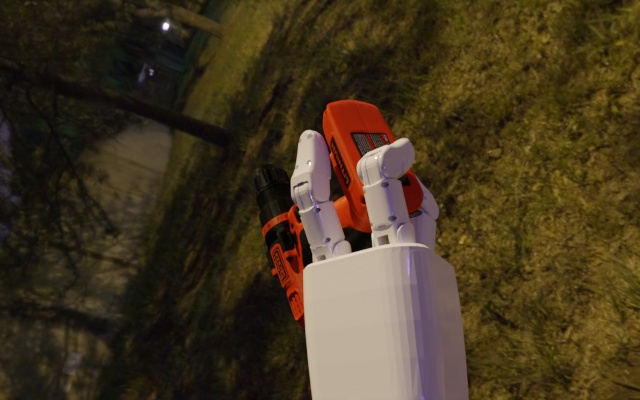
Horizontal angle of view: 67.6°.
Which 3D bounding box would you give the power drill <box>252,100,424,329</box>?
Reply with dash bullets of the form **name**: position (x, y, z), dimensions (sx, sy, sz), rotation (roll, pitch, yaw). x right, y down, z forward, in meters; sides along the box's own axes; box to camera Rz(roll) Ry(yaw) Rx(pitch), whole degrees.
- **power drill**: position (0.000, 0.001, 0.430), dimensions (0.057, 0.184, 0.188), rotation (-7, -31, -32)
